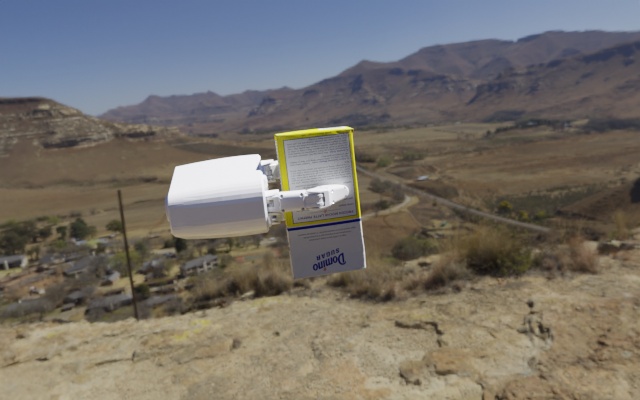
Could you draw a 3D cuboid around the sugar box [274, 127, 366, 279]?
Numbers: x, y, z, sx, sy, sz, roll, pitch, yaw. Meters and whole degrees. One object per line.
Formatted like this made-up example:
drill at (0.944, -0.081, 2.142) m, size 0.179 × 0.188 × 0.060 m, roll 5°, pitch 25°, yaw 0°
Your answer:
sugar box at (0.000, 0.002, 0.587) m, size 0.093 × 0.176 × 0.048 m, roll -7°, pitch 12°, yaw -7°
